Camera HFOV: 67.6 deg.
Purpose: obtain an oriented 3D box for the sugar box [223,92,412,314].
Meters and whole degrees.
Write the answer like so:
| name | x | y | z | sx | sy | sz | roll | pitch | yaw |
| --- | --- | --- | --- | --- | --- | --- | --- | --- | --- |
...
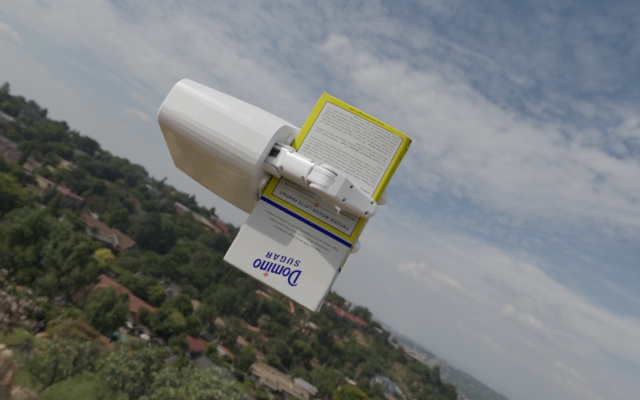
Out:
| name | x | y | z | sx | sy | sz | roll | pitch | yaw |
| --- | --- | --- | --- | --- | --- | --- | --- | --- | --- |
| sugar box | 0.000 | 0.001 | 0.430 | 0.093 | 0.176 | 0.048 | 29 | -8 | 9 |
